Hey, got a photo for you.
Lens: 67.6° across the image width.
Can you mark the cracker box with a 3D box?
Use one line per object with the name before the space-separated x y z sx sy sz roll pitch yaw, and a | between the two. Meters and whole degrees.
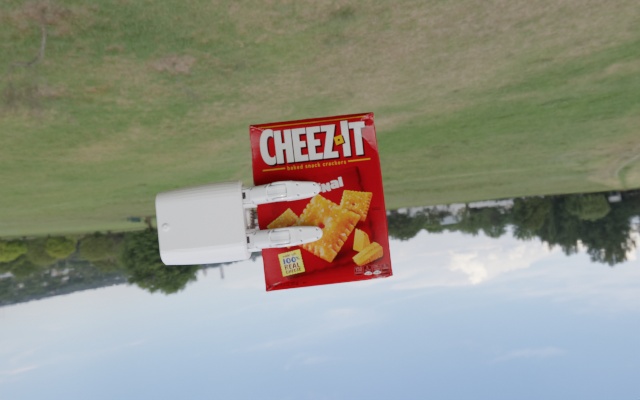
cracker box | 0.000 0.002 0.625 0.164 0.213 0.072 -6 -3 -1
